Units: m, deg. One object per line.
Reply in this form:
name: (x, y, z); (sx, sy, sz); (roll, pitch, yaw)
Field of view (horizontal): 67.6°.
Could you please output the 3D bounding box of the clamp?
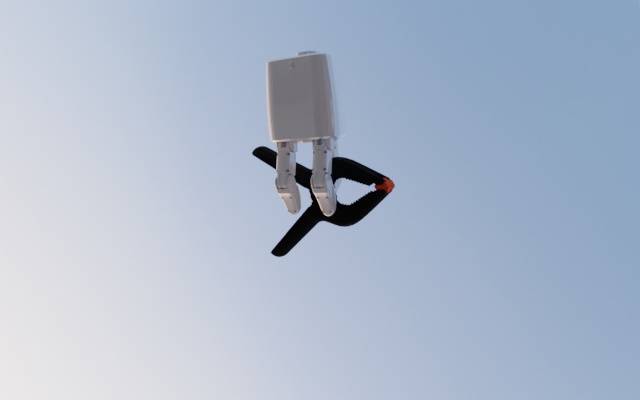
clamp: (0.001, 0.002, 0.663); (0.210, 0.164, 0.036); (0, 10, 28)
